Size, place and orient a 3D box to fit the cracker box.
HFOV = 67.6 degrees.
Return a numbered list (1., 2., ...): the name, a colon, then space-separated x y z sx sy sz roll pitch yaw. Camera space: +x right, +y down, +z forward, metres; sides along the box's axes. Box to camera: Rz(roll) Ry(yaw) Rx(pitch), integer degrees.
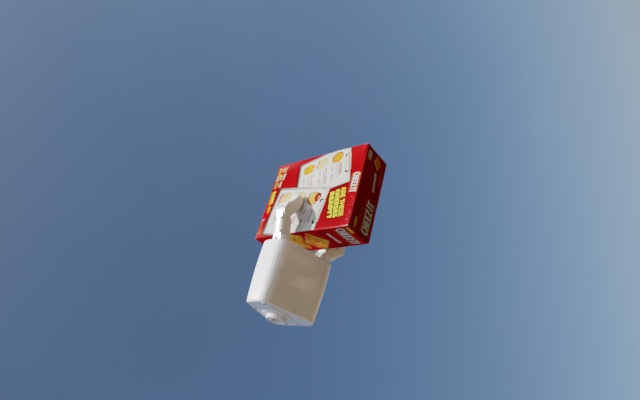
1. cracker box: 0.000 0.003 0.846 0.214 0.164 0.072 -10 -38 39
